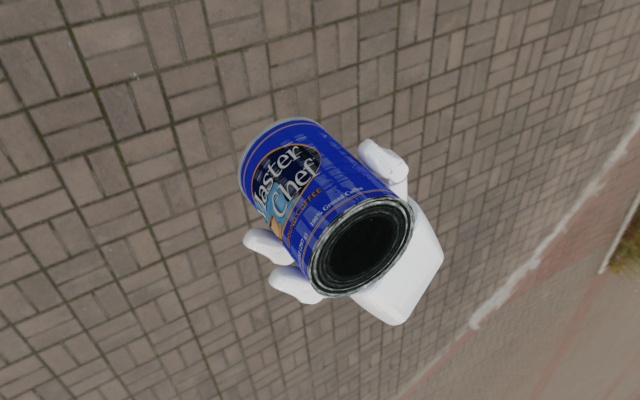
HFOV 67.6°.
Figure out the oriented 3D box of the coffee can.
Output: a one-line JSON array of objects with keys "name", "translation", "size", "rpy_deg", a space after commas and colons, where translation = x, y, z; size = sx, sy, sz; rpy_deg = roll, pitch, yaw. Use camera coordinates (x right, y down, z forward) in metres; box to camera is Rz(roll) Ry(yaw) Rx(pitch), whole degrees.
[{"name": "coffee can", "translation": [0.000, 0.001, 0.428], "size": [0.103, 0.103, 0.140], "rpy_deg": [0, 33, -37]}]
